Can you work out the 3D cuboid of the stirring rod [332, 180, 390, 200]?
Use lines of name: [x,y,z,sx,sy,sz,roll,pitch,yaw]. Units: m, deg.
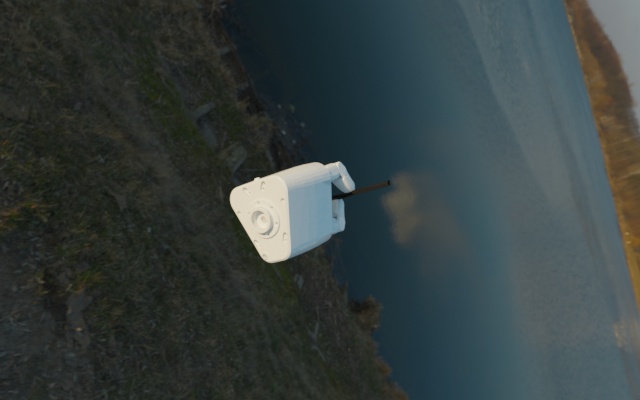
stirring rod: [0.000,0.003,0.751,0.239,0.011,0.011,-16,-8,31]
